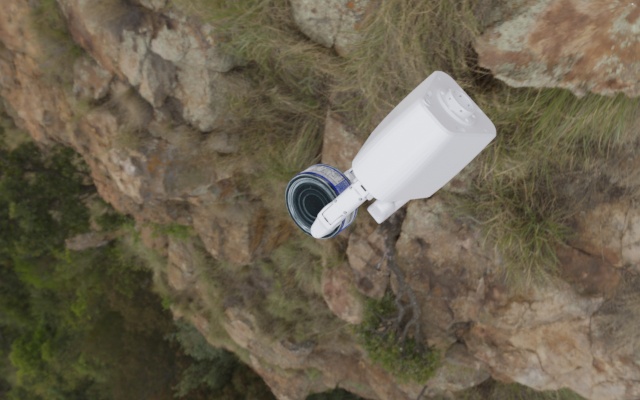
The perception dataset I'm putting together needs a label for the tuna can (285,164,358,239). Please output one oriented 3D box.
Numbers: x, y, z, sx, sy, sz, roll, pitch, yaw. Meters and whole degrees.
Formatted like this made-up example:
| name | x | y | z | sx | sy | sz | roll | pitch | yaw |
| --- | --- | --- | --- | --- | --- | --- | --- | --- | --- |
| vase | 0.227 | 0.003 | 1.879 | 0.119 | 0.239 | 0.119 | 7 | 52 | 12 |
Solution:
| name | x | y | z | sx | sy | sz | roll | pitch | yaw |
| --- | --- | --- | --- | --- | --- | --- | --- | --- | --- |
| tuna can | 0.000 | 0.002 | 0.569 | 0.086 | 0.086 | 0.033 | 0 | 22 | 38 |
